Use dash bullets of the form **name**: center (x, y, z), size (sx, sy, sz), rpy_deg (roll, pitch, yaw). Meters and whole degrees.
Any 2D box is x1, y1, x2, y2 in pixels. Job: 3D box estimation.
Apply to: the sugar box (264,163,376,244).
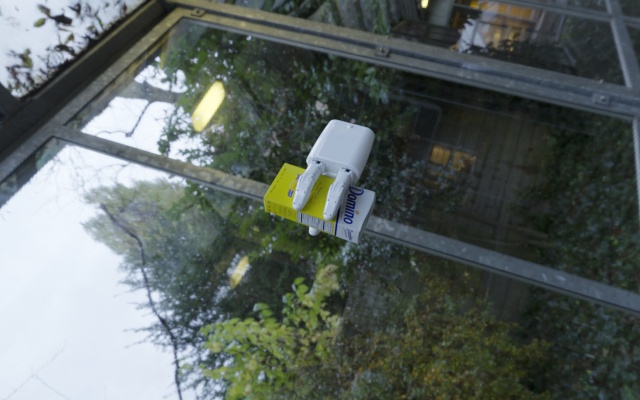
- **sugar box**: center (0.000, 0.002, 0.831), size (0.176, 0.093, 0.048), rpy_deg (17, -36, 13)
